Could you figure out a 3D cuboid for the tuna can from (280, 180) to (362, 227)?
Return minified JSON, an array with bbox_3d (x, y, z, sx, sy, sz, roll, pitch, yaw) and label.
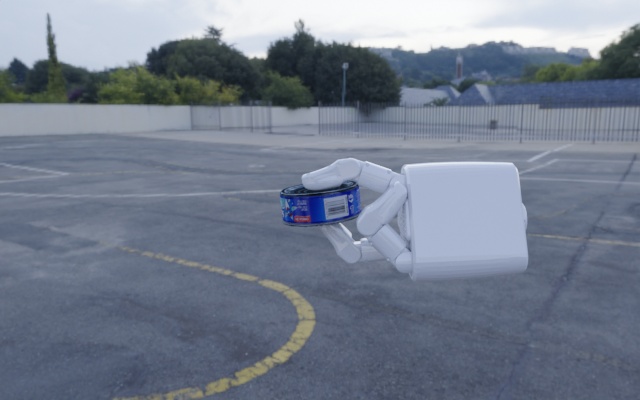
[{"bbox_3d":[0.000,0.001,0.507,0.086,0.034,0.086,-6,10,1],"label":"tuna can"}]
